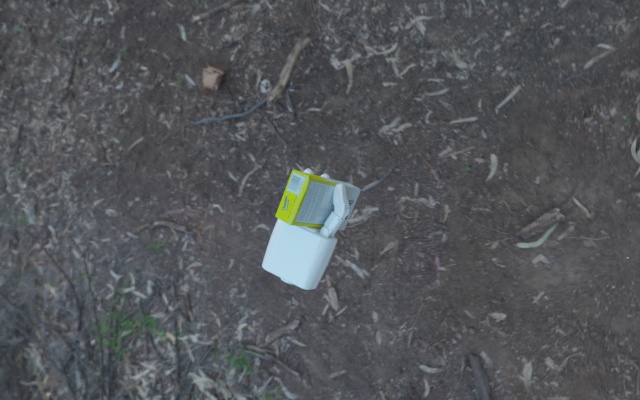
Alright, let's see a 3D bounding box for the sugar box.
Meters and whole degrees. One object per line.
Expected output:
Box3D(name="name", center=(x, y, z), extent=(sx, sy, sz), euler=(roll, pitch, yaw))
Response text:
Box3D(name="sugar box", center=(0.000, 0.003, 0.894), extent=(0.048, 0.093, 0.176), euler=(27, 9, 32))
